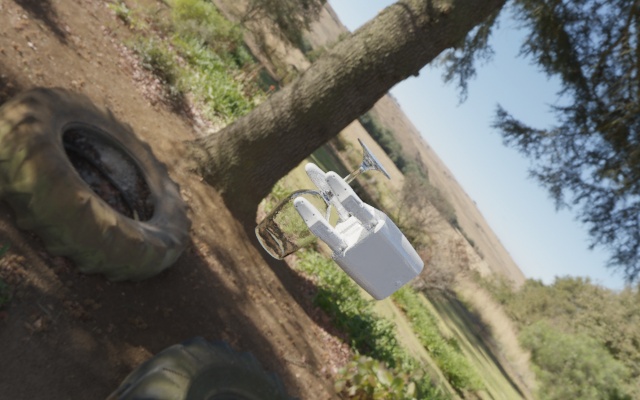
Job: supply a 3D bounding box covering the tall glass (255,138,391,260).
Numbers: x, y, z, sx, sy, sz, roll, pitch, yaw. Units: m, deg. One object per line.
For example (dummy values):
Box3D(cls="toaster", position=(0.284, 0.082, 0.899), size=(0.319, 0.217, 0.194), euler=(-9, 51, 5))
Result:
Box3D(cls="tall glass", position=(0.001, 0.002, 0.689), size=(0.201, 0.079, 0.079), euler=(-38, -8, 11))
